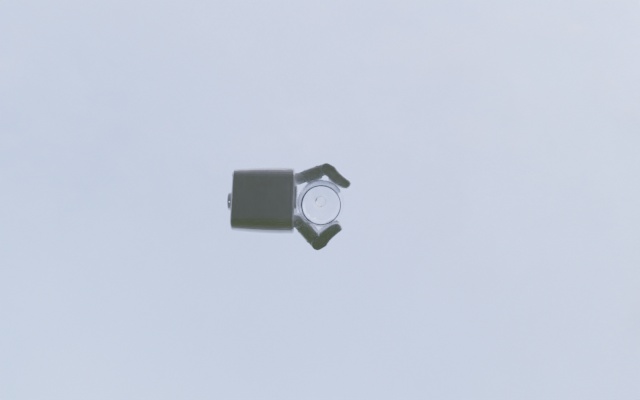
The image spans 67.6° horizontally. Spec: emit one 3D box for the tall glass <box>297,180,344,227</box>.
[{"bbox_3d":[0.000,0.003,0.830,0.079,0.079,0.201,0,3,-1],"label":"tall glass"}]
